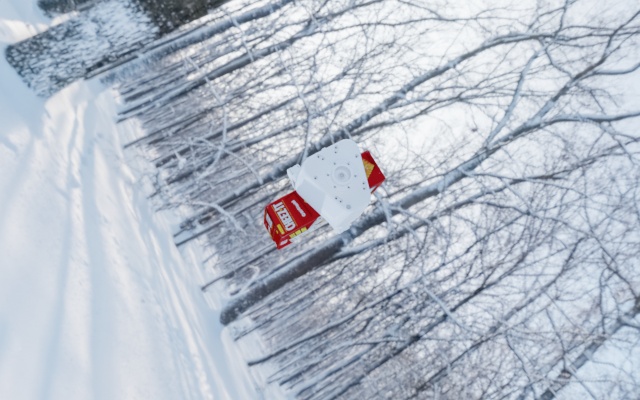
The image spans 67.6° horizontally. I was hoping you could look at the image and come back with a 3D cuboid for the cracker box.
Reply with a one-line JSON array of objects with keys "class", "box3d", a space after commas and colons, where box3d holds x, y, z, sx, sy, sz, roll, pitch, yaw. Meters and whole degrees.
[{"class": "cracker box", "box3d": [0.000, 0.003, 0.896, 0.213, 0.072, 0.164, -28, -8, -13]}]
